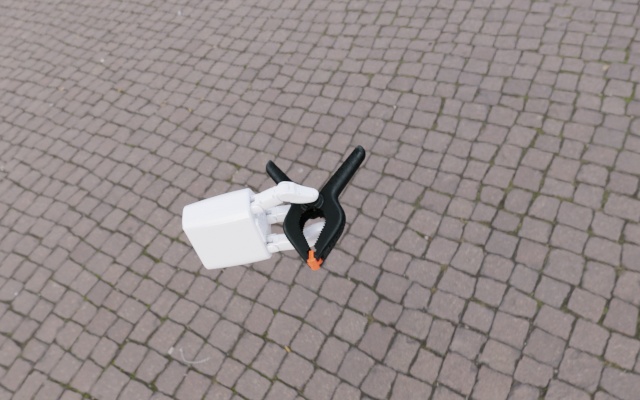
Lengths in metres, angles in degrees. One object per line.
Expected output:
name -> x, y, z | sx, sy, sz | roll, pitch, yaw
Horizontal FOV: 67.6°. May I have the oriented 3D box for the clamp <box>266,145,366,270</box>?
clamp -> 0.000, 0.002, 0.719 | 0.164, 0.209, 0.036 | -14, -37, 9
